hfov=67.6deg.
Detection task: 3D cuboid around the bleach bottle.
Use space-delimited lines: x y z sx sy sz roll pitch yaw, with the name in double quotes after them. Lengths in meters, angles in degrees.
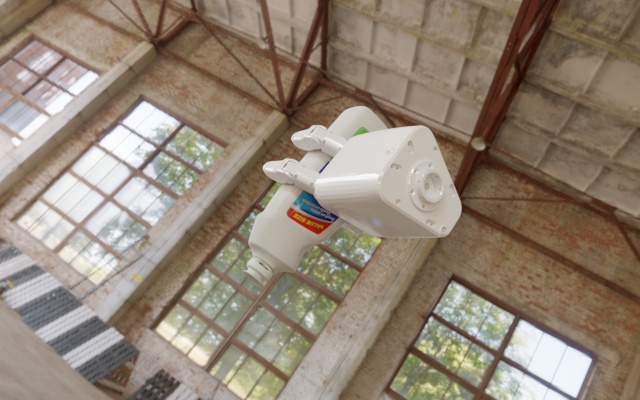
0.000 0.002 0.587 0.102 0.250 0.068 47 -24 -23 "bleach bottle"
